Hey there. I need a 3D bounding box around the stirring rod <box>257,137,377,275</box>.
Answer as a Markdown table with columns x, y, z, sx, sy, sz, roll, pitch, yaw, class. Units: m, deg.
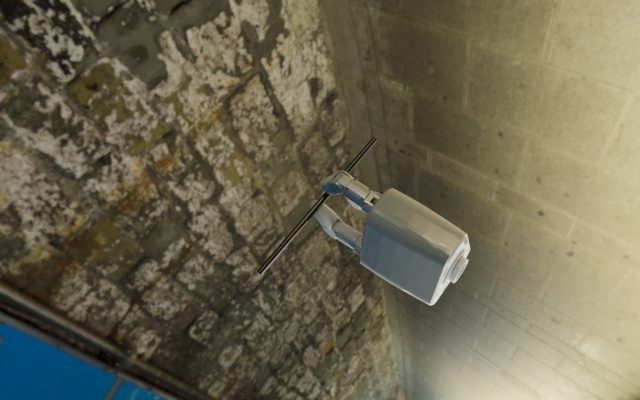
| x | y | z | sx | sy | sz | roll | pitch | yaw | class |
| --- | --- | --- | --- | --- | --- | --- | --- | --- | --- |
| 0.000 | 0.002 | 0.619 | 0.011 | 0.239 | 0.011 | 36 | -19 | 15 | stirring rod |
